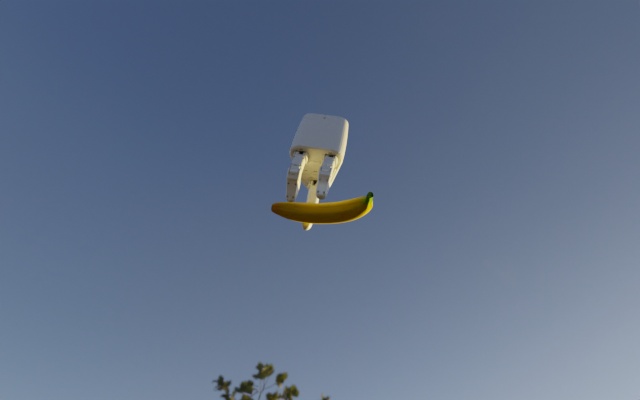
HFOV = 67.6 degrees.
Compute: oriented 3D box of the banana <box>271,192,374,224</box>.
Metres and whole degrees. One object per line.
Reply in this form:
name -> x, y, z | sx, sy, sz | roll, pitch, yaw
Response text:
banana -> 0.011, 0.014, 0.834 | 0.198, 0.037, 0.070 | -9, -43, 26
